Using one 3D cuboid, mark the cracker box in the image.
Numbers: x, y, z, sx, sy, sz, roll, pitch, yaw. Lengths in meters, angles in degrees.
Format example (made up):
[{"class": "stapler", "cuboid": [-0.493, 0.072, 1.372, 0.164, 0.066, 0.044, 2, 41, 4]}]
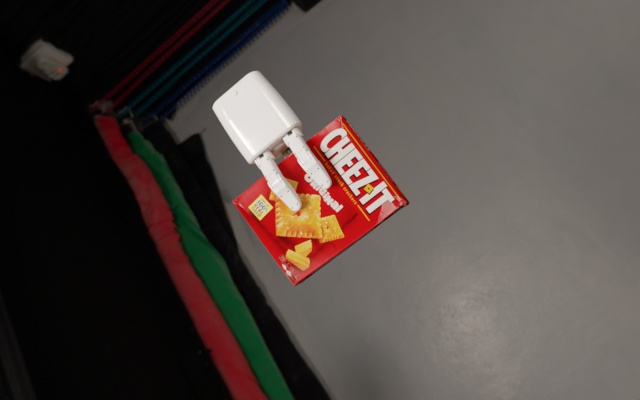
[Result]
[{"class": "cracker box", "cuboid": [0.000, 0.002, 0.728, 0.214, 0.164, 0.072, -38, -7, 10]}]
